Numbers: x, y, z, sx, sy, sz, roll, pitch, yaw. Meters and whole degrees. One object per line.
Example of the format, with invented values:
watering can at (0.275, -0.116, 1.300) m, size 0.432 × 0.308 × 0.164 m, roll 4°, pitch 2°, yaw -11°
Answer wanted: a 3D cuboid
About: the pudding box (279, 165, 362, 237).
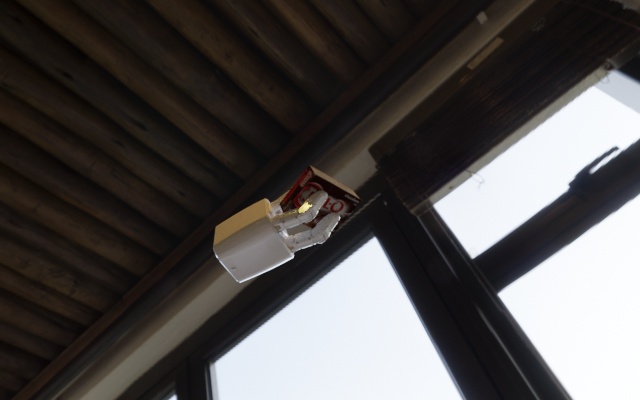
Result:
pudding box at (0.000, 0.003, 0.821) m, size 0.113 × 0.090 × 0.039 m, roll 26°, pitch 23°, yaw -35°
